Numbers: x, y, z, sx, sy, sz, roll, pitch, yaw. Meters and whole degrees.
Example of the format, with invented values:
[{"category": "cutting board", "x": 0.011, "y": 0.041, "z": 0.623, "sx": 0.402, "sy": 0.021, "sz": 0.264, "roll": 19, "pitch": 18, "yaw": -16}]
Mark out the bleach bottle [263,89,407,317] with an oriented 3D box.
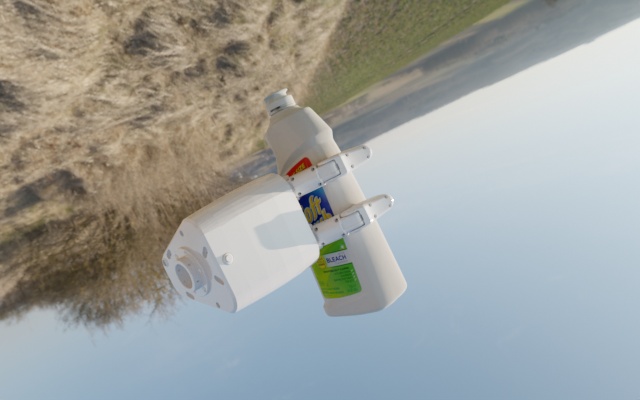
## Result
[{"category": "bleach bottle", "x": 0.000, "y": 0.002, "z": 0.525, "sx": 0.068, "sy": 0.251, "sz": 0.102, "roll": -30, "pitch": 6, "yaw": -42}]
